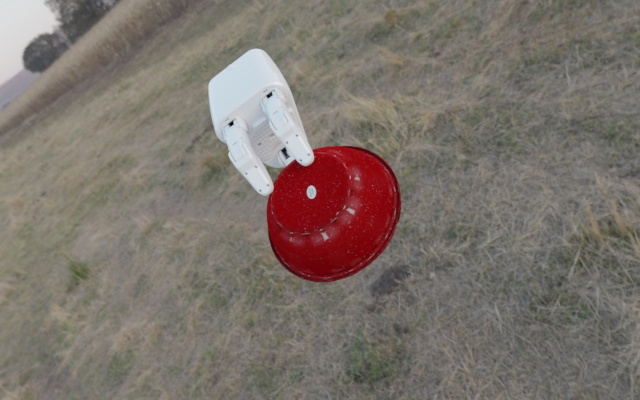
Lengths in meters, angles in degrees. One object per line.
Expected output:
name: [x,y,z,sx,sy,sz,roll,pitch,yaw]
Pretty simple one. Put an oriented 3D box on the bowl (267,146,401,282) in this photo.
bowl: [0.001,0.002,0.505,0.162,0.162,0.055,0,-22,28]
